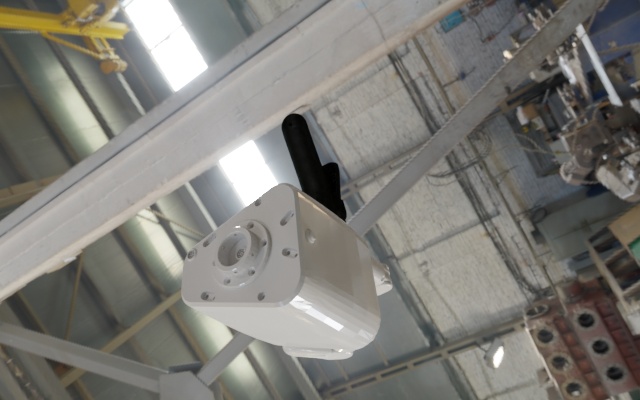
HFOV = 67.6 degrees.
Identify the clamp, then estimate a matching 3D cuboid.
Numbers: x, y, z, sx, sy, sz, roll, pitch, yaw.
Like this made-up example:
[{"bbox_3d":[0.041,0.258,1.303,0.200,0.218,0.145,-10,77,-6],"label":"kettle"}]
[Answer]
[{"bbox_3d":[0.000,0.002,0.459,0.039,0.171,0.120,-24,-38,17],"label":"clamp"}]
